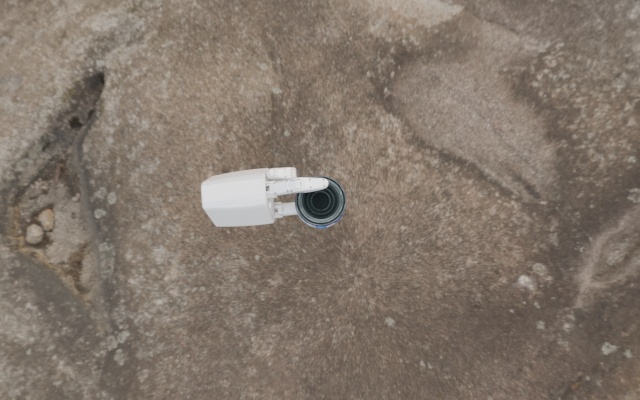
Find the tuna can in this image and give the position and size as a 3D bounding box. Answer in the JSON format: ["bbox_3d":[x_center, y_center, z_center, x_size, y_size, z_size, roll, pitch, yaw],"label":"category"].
[{"bbox_3d":[0.000,0.002,0.793,0.086,0.086,0.034,0,-10,-1],"label":"tuna can"}]
